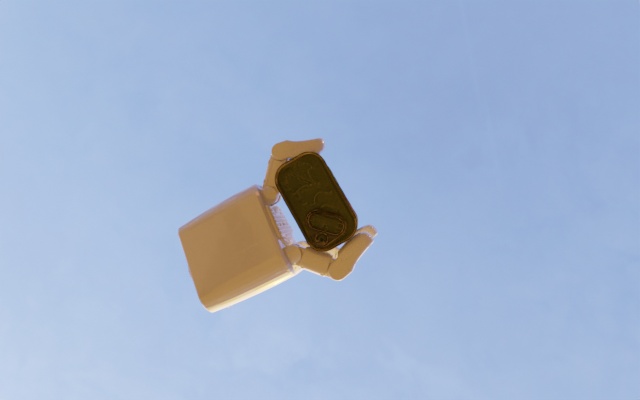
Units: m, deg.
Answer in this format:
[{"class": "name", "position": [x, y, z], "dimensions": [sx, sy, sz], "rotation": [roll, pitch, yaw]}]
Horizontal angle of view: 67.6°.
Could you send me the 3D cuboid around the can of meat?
[{"class": "can of meat", "position": [0.000, 0.002, 0.528], "dimensions": [0.057, 0.102, 0.084], "rotation": [-30, -4, 6]}]
